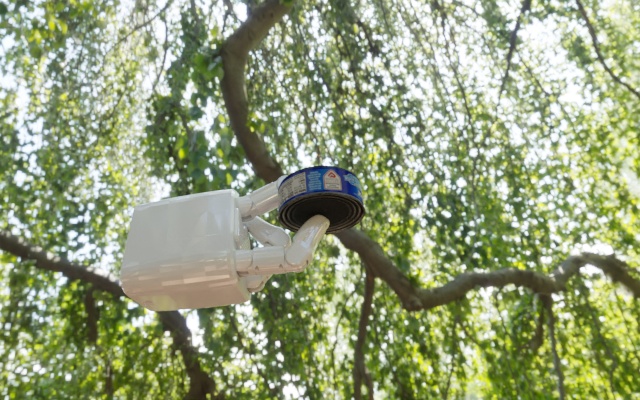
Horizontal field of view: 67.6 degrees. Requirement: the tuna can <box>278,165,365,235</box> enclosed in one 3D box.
[{"bbox_3d":[0.000,0.001,0.475,0.086,0.033,0.086,-4,-30,-2],"label":"tuna can"}]
